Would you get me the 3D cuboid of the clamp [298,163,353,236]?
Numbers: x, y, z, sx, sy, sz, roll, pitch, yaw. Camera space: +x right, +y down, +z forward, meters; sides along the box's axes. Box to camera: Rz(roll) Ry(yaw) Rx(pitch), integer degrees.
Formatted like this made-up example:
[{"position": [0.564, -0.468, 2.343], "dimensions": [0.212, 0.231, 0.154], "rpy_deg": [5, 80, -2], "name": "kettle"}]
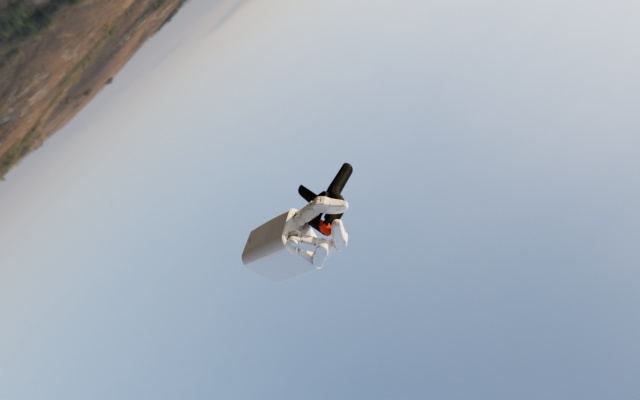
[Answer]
[{"position": [0.001, 0.003, 0.892], "dimensions": [0.120, 0.039, 0.171], "rpy_deg": [-26, 30, 29], "name": "clamp"}]
